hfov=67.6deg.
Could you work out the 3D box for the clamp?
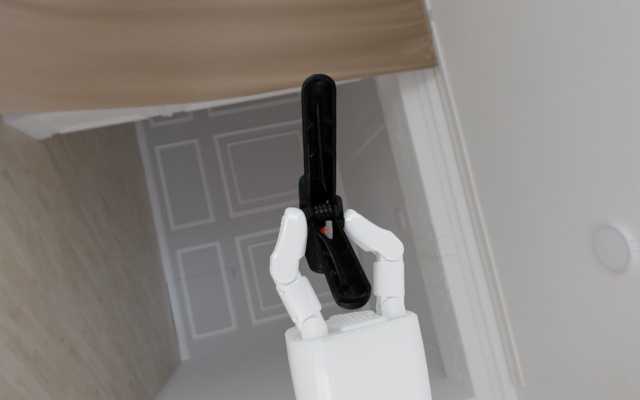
[{"bbox_3d":[0.001,0.002,0.407,0.036,0.164,0.210,-6,-7,-7],"label":"clamp"}]
